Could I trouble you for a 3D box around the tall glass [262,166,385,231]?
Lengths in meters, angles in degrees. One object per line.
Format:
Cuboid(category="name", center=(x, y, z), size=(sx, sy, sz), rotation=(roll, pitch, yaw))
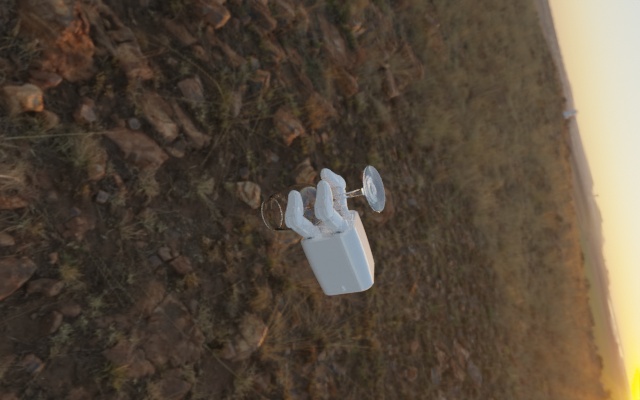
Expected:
Cuboid(category="tall glass", center=(0.001, 0.002, 0.790), size=(0.201, 0.079, 0.079), rotation=(-13, -7, 29))
